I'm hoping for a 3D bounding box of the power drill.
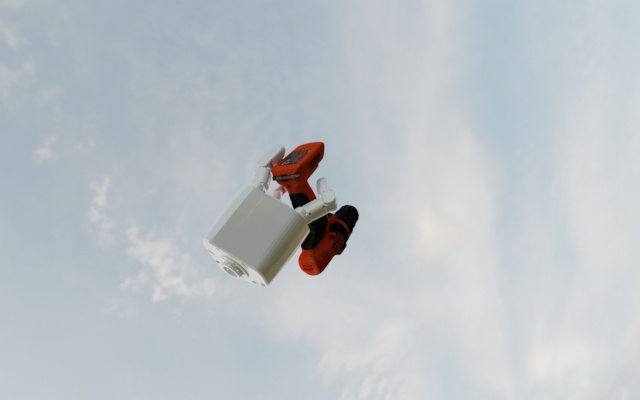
[{"bbox_3d":[0.000,0.002,0.788,0.057,0.188,0.184,-7,25,31],"label":"power drill"}]
